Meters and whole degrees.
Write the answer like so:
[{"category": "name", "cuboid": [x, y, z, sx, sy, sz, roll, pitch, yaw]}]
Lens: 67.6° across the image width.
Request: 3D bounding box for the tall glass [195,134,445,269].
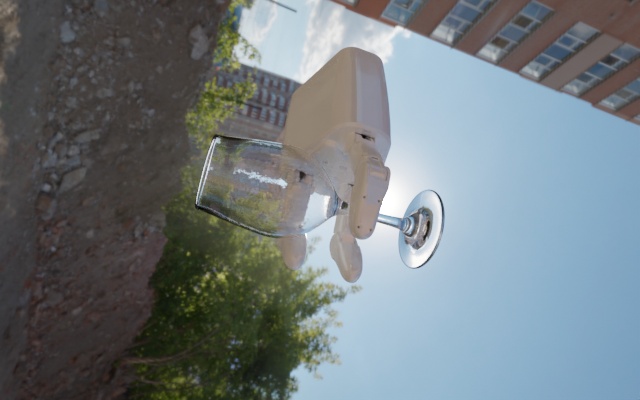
[{"category": "tall glass", "cuboid": [0.001, 0.002, 0.407, 0.201, 0.079, 0.079, 15, -5, -18]}]
